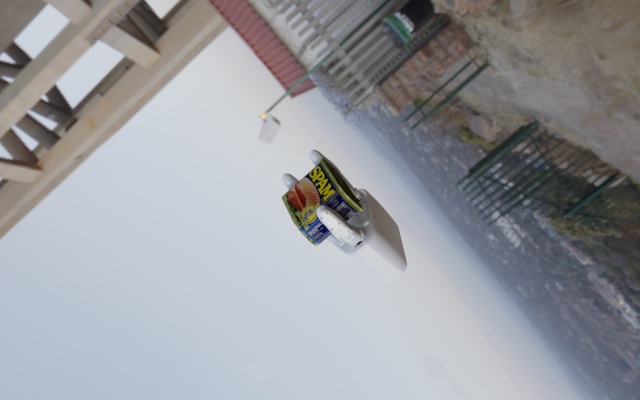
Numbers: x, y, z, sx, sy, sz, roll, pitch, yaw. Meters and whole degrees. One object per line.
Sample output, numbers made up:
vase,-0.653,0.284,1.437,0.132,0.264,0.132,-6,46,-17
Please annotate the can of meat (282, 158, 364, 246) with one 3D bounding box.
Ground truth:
can of meat,0.000,0.002,0.678,0.057,0.084,0.102,40,14,-41
